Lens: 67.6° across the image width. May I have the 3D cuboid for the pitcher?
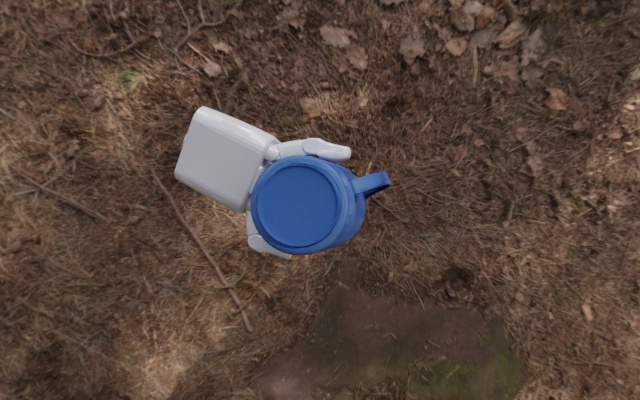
[{"bbox_3d":[0.000,0.002,0.620,0.145,0.149,0.243,26,2,6],"label":"pitcher"}]
